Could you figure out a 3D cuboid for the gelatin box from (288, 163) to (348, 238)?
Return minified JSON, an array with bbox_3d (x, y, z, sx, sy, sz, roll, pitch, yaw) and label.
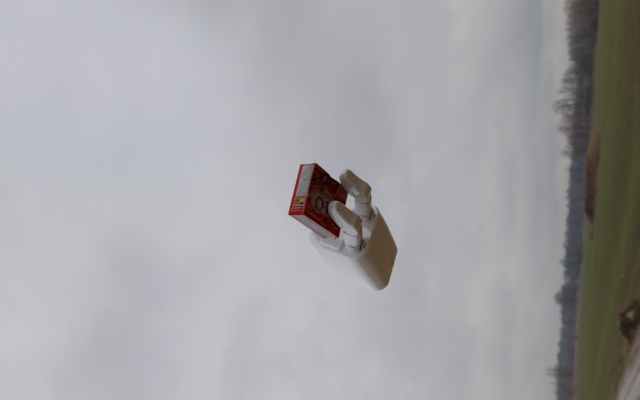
[{"bbox_3d":[0.000,0.002,0.638,0.030,0.073,0.089,-2,-26,36],"label":"gelatin box"}]
